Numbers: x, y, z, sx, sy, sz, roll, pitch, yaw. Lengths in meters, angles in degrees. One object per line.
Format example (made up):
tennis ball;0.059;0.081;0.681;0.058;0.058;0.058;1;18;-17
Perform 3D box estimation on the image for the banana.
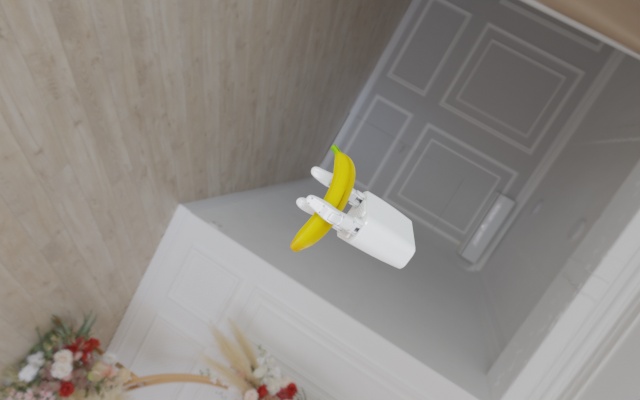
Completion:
banana;0.013;0.002;0.805;0.037;0.198;0.069;30;-10;-38
